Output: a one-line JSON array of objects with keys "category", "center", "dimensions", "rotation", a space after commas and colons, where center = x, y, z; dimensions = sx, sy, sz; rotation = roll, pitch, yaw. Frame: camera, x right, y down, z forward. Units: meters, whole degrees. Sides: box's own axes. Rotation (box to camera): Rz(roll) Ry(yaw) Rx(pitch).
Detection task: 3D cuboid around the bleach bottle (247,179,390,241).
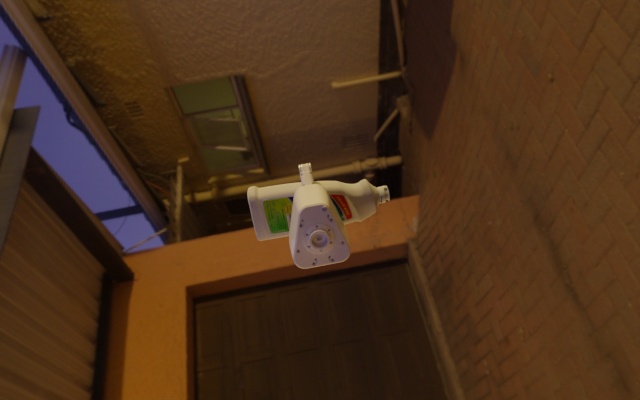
[{"category": "bleach bottle", "center": [0.000, 0.003, 0.875], "dimensions": [0.251, 0.102, 0.068], "rotation": [-11, 18, -2]}]
